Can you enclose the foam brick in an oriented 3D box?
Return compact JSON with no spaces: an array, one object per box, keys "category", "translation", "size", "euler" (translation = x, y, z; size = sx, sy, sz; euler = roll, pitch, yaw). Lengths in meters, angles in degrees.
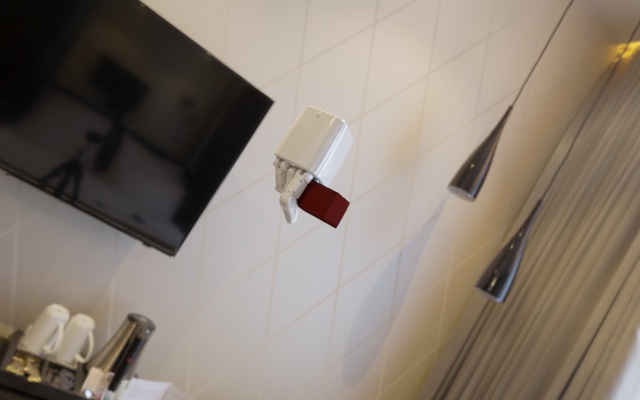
[{"category":"foam brick","translation":[0.000,0.003,0.803],"size":[0.078,0.051,0.053],"euler":[28,-7,34]}]
